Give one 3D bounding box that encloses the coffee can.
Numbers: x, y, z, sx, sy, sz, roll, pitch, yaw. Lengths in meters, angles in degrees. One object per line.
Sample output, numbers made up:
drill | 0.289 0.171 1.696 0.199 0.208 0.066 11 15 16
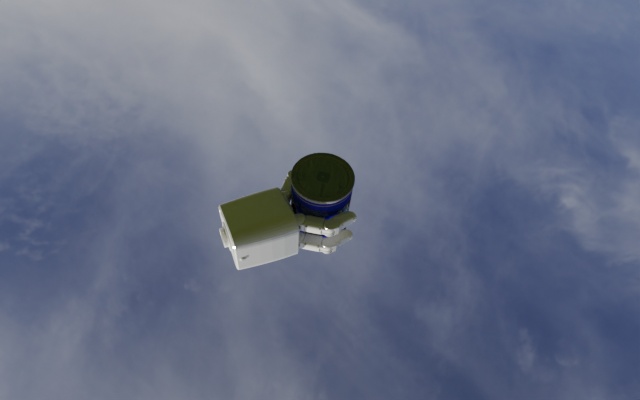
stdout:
coffee can | 0.000 0.002 0.814 0.103 0.102 0.140 0 -37 -4
